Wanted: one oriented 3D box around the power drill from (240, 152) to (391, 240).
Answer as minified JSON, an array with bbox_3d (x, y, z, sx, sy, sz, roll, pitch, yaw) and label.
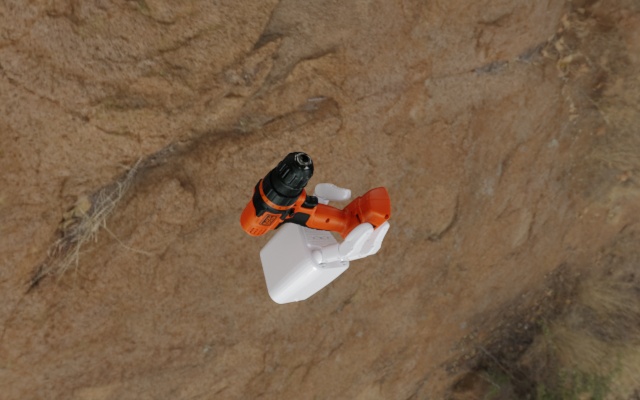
[{"bbox_3d":[0.000,0.002,0.660,0.188,0.057,0.184,11,-30,-25],"label":"power drill"}]
